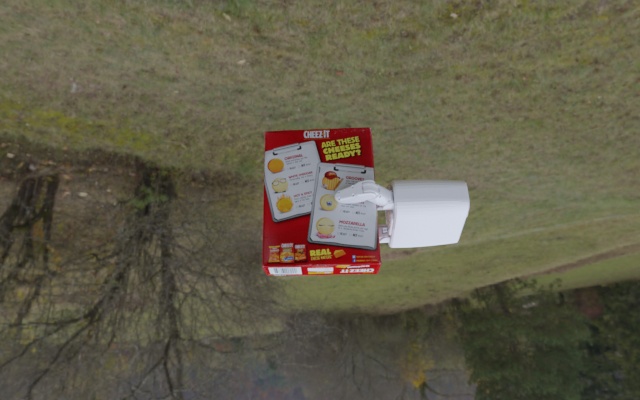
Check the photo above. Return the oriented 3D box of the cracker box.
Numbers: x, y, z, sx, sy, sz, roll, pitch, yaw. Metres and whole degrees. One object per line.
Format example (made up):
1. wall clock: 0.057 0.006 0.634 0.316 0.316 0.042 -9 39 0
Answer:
1. cracker box: 0.000 0.002 0.710 0.164 0.213 0.072 -2 -23 0
